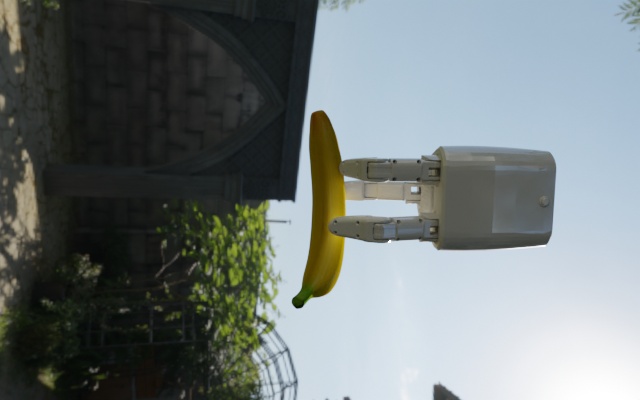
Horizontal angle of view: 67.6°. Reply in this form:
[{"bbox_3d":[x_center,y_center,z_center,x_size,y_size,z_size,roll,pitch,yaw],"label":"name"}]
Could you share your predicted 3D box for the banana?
[{"bbox_3d":[0.004,0.010,0.479,0.037,0.197,0.070,-1,-17,14],"label":"banana"}]
